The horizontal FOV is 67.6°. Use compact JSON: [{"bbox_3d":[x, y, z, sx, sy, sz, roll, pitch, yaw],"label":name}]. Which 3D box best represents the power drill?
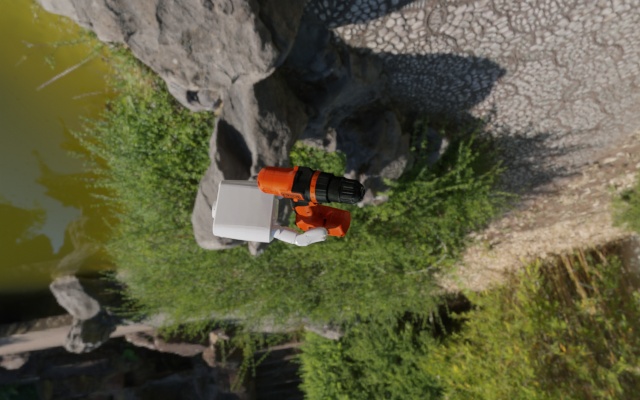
[{"bbox_3d":[0.000,0.003,0.843,0.184,0.057,0.188,10,-23,20],"label":"power drill"}]
